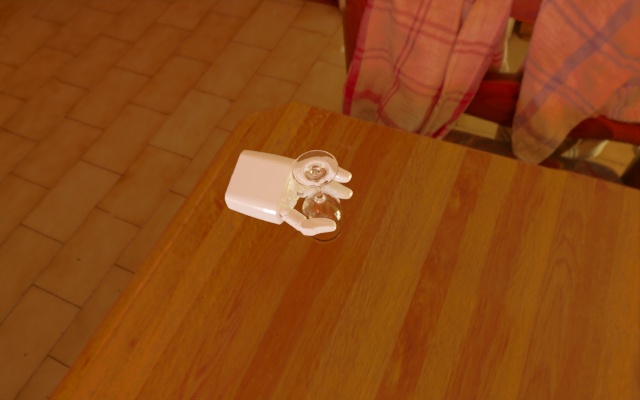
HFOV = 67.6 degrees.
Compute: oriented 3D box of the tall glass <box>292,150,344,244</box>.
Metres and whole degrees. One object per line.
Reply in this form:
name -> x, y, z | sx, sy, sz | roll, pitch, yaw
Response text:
tall glass -> 0.000, 0.002, 0.844 | 0.079, 0.079, 0.201 | 0, -33, 6
